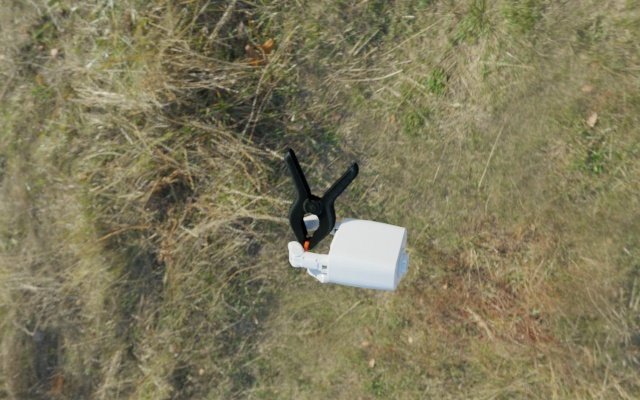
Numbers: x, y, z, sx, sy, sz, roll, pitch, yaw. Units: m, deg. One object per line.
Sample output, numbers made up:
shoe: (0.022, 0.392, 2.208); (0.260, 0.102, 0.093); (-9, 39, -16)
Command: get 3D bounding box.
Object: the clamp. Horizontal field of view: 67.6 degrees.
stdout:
clamp: (0.000, 0.003, 0.773); (0.120, 0.171, 0.039); (7, 23, 17)
